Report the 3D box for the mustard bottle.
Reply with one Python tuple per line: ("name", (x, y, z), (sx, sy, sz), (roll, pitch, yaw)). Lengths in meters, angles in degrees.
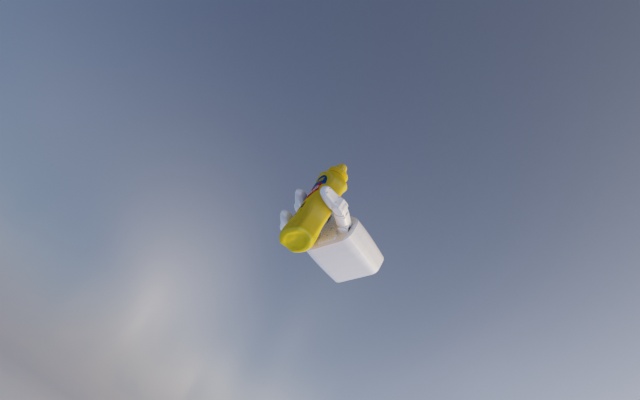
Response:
("mustard bottle", (0.000, 0.003, 0.870), (0.058, 0.191, 0.096), (38, -32, -7))
